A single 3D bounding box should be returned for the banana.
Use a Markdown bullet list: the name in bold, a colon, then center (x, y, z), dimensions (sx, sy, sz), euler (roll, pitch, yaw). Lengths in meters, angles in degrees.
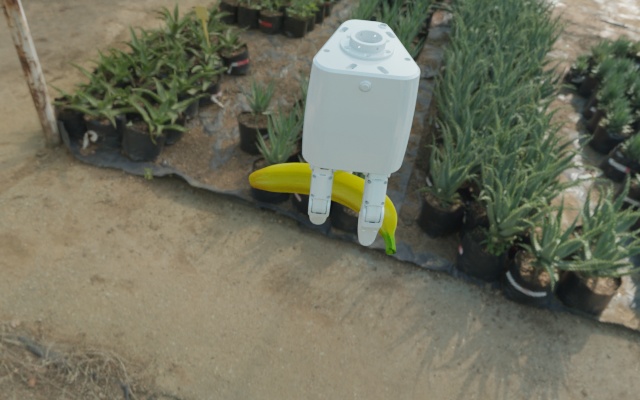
- **banana**: center (0.012, -0.009, 0.567), dimensions (0.198, 0.037, 0.069), euler (25, 51, 16)
